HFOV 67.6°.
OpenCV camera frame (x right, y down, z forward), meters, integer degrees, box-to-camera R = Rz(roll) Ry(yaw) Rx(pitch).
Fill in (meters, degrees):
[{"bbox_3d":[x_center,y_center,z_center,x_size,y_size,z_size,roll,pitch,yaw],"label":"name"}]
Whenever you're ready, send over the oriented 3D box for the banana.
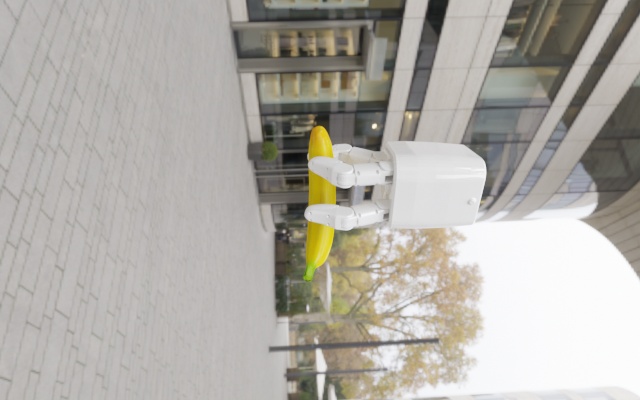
[{"bbox_3d":[0.001,0.002,0.622,0.037,0.198,0.069,3,11,3],"label":"banana"}]
